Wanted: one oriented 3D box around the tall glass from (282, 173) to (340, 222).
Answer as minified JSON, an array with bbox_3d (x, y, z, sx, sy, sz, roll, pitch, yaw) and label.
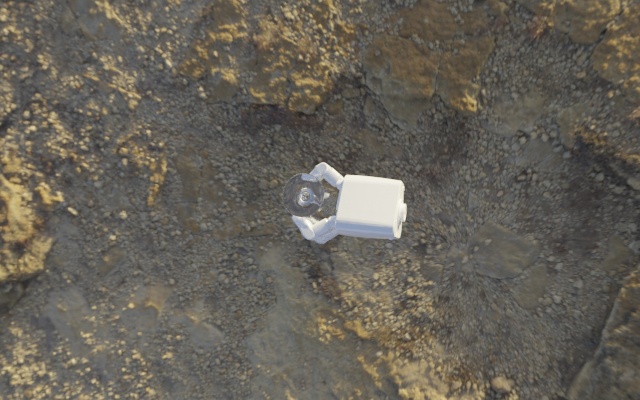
[{"bbox_3d":[0.000,0.003,0.890,0.079,0.079,0.201,0,-7,17],"label":"tall glass"}]
